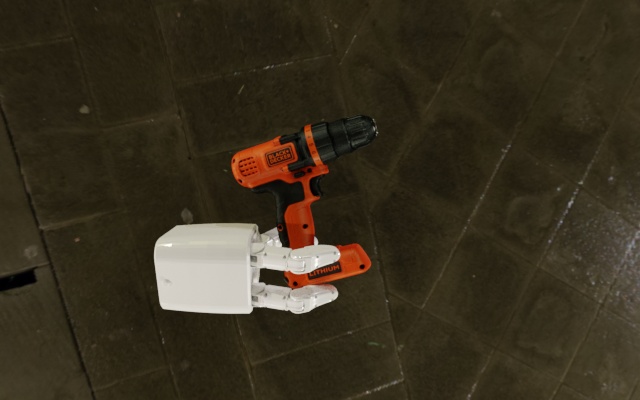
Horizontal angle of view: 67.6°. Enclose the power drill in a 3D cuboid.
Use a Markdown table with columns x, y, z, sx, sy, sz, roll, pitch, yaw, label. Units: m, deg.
| x | y | z | sx | sy | sz | roll | pitch | yaw | label |
| --- | --- | --- | --- | --- | --- | --- | --- | --- | --- |
| 0.000 | 0.002 | 0.586 | 0.184 | 0.187 | 0.057 | -17 | 1 | 11 | power drill |
